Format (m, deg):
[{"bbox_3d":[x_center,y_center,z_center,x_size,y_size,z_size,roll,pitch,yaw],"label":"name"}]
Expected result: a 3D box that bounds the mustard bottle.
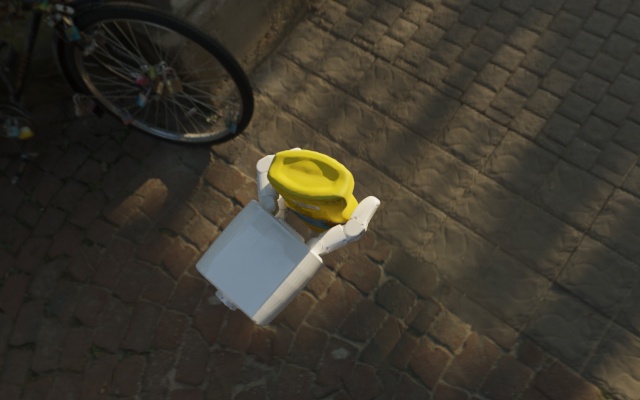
[{"bbox_3d":[0.000,0.002,0.611,0.096,0.058,0.192,14,-16,14],"label":"mustard bottle"}]
